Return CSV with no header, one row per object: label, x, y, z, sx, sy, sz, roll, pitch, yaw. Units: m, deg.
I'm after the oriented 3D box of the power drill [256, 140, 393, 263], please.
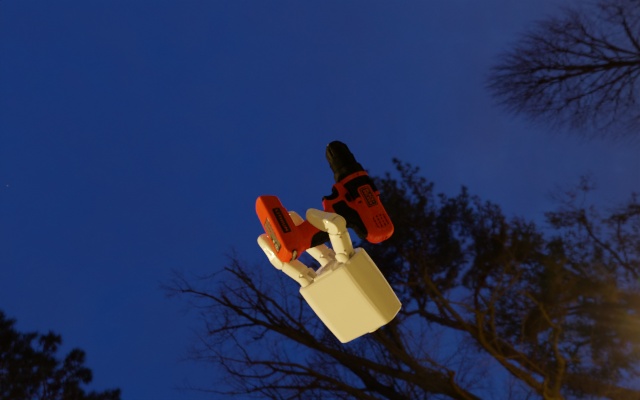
power drill,0.000,0.003,0.739,0.187,0.184,0.057,-20,-21,-21
